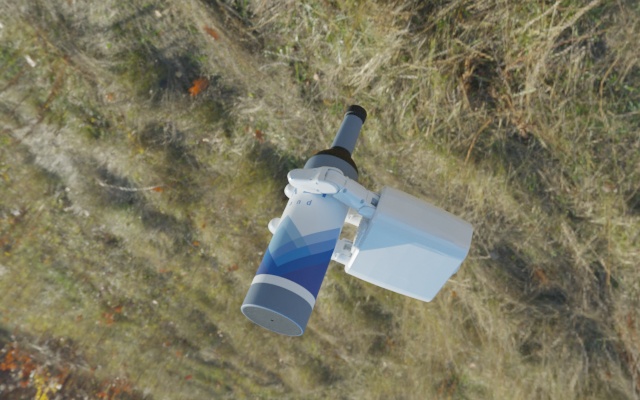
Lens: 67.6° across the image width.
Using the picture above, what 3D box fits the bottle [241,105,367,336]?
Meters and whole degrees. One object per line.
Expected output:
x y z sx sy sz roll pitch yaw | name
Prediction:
0.000 0.002 0.542 0.069 0.295 0.069 16 -32 10 | bottle
